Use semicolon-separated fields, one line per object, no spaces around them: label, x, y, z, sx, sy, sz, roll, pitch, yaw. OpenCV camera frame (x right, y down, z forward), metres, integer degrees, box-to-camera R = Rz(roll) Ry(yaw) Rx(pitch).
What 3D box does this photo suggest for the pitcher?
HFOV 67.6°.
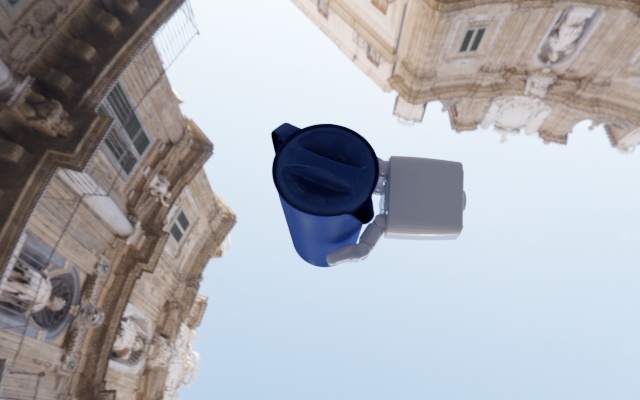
pitcher;0.000;0.002;0.692;0.145;0.149;0.243;3;-26;1
